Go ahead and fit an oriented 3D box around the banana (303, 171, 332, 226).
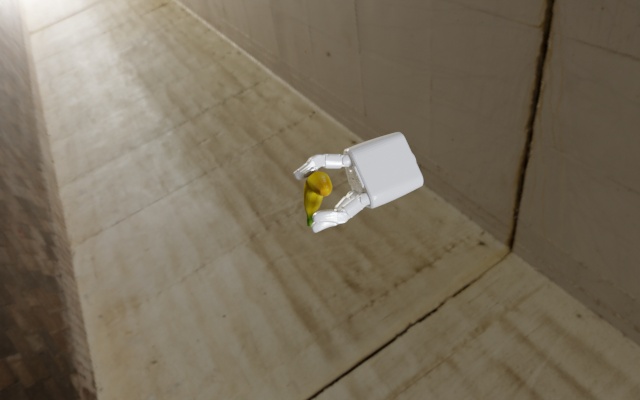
[{"bbox_3d":[-0.005,-0.014,0.827,0.037,0.069,0.198,-12,-16,-10],"label":"banana"}]
